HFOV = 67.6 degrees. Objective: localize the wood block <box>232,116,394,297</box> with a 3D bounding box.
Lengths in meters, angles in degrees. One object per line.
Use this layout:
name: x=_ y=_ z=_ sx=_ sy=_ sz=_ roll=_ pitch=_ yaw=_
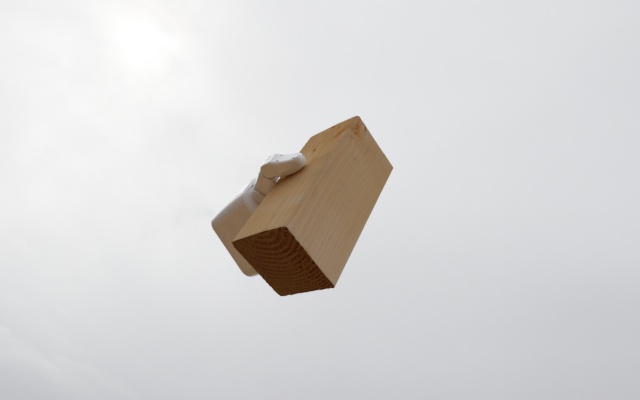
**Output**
wood block: x=0.000 y=0.002 z=0.565 sx=0.090 sy=0.091 sz=0.206 roll=-18 pitch=29 yaw=41
